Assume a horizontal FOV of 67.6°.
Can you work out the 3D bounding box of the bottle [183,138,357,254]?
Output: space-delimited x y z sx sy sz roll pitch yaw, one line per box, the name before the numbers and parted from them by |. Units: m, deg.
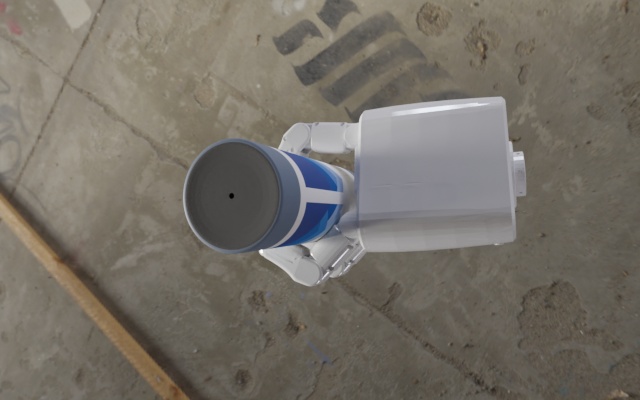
bottle | 0.000 0.001 0.410 0.069 0.069 0.296 0 -2 20
